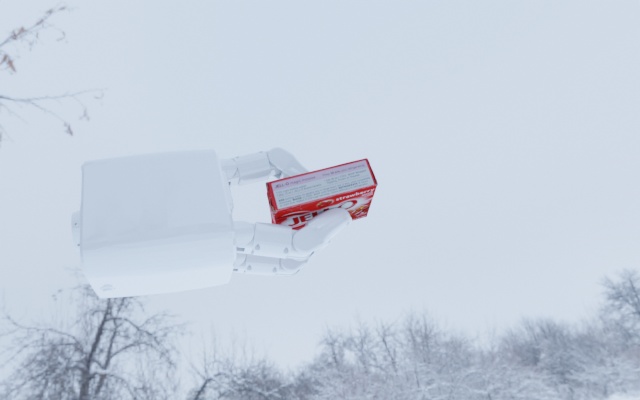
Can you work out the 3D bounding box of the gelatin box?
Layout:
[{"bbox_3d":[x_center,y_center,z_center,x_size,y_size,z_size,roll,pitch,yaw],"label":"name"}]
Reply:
[{"bbox_3d":[0.000,0.001,0.415,0.089,0.030,0.073,-15,-21,-8],"label":"gelatin box"}]
